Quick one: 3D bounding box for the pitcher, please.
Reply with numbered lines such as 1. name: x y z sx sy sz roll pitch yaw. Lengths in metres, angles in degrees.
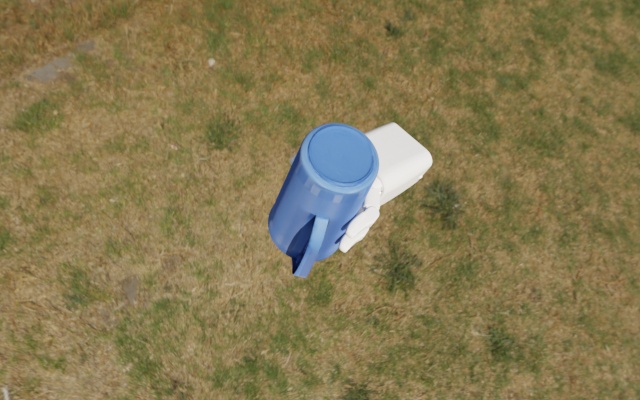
1. pitcher: 0.000 0.002 0.716 0.145 0.149 0.243 -28 -16 -24
